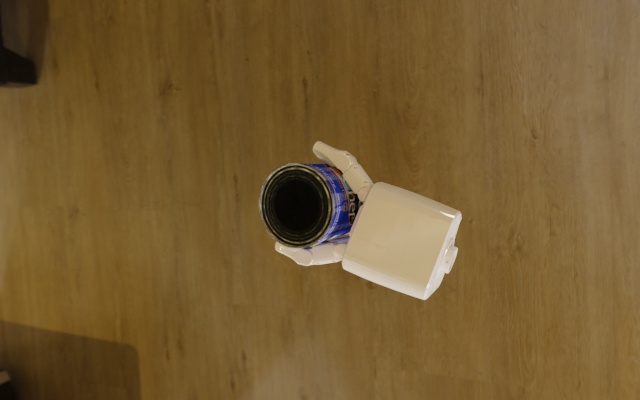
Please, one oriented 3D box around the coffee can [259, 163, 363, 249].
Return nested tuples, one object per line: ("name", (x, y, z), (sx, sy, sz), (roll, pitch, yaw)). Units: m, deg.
("coffee can", (0.000, 0.002, 0.626), (0.103, 0.103, 0.140), (0, 4, 26))
